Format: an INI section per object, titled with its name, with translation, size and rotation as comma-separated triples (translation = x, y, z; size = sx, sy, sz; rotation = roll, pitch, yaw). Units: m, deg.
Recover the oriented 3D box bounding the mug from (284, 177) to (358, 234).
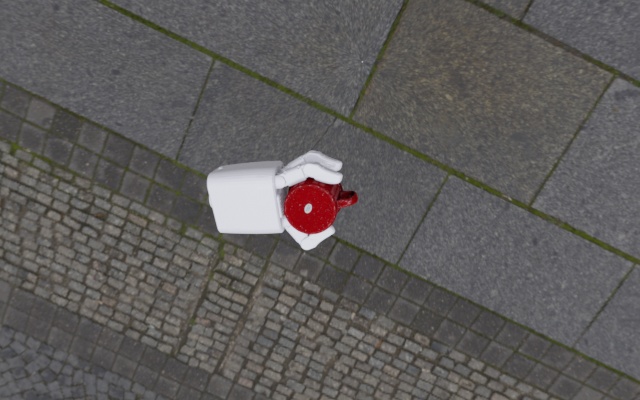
[mug]
translation = 0.002, 0.003, 0.747
size = 0.117, 0.093, 0.081
rotation = -3, 16, 7
